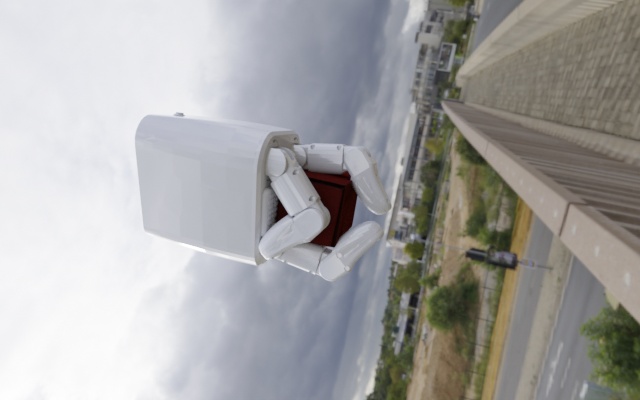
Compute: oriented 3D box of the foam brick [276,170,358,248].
[{"bbox_3d":[0.000,0.001,0.406,0.051,0.053,0.078,12,11,12],"label":"foam brick"}]
